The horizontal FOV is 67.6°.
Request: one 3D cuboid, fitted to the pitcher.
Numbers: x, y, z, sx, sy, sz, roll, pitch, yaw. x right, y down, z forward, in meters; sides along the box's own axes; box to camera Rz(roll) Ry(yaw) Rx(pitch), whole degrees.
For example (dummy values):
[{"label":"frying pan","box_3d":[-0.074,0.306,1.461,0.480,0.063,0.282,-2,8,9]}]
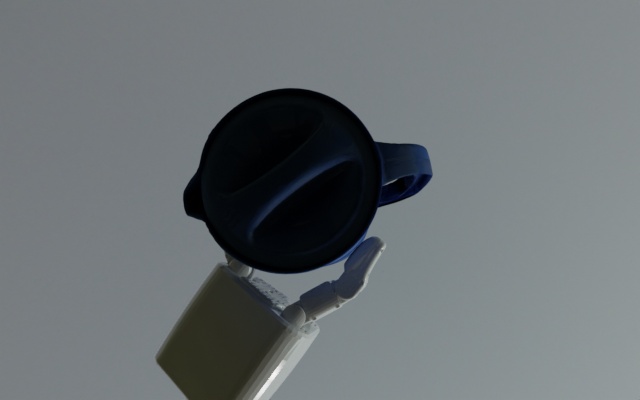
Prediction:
[{"label":"pitcher","box_3d":[0.000,0.002,0.444,0.149,0.145,0.243,33,-4,11]}]
